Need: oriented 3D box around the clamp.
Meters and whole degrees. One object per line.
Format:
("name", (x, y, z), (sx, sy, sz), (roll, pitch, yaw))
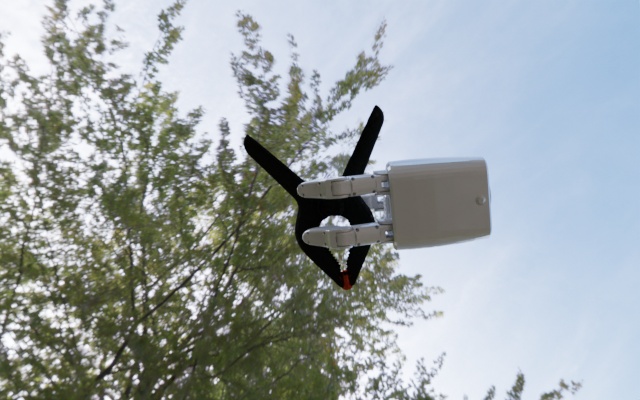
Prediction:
("clamp", (0.000, 0.002, 0.561), (0.164, 0.210, 0.036), (-5, 6, 4))
